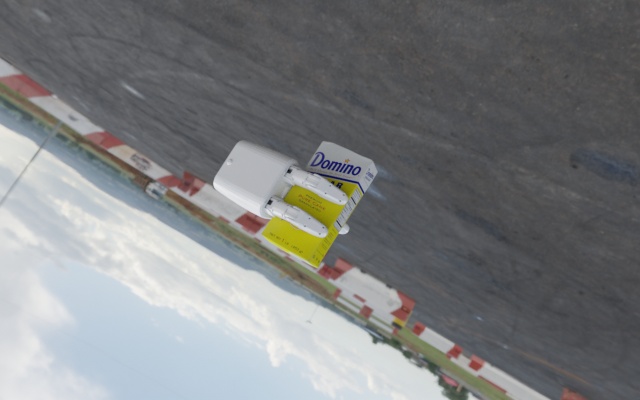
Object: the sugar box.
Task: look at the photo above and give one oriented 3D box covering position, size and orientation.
[{"bbox_3d":[0.000,0.002,0.708,0.093,0.176,0.048,26,-11,27],"label":"sugar box"}]
